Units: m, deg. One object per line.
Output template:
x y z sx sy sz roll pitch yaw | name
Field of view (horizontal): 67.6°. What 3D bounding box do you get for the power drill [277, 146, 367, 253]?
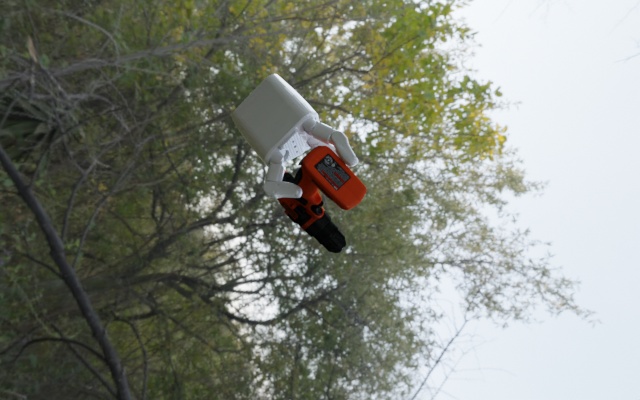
0.000 0.002 0.785 0.057 0.184 0.188 -47 4 -29 | power drill
